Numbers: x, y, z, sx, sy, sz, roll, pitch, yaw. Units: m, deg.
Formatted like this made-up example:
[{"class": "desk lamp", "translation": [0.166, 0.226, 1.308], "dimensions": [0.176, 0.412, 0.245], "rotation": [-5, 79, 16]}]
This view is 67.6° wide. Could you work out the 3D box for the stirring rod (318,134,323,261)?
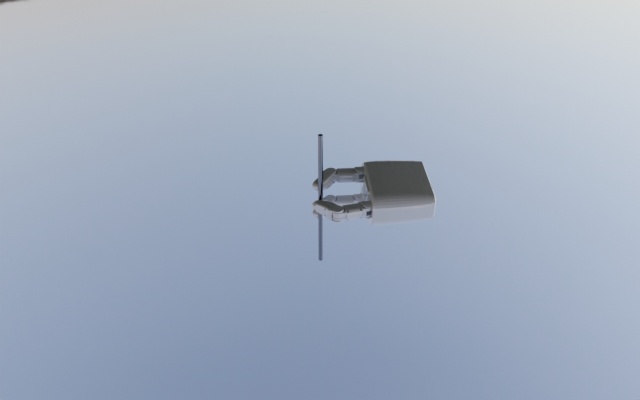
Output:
[{"class": "stirring rod", "translation": [0.000, 0.003, 0.793], "dimensions": [0.011, 0.240, 0.011], "rotation": [0, 31, 0]}]
